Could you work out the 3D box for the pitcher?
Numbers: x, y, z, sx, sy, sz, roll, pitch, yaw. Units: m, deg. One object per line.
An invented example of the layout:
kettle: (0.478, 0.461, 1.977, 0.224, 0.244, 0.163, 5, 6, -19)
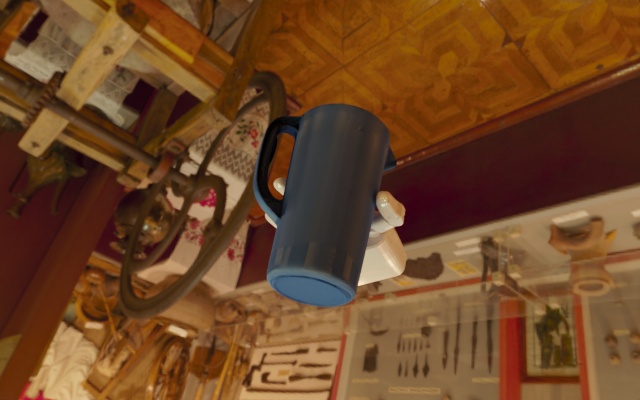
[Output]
pitcher: (0.000, 0.002, 0.613, 0.149, 0.242, 0.145, -4, -35, 27)
